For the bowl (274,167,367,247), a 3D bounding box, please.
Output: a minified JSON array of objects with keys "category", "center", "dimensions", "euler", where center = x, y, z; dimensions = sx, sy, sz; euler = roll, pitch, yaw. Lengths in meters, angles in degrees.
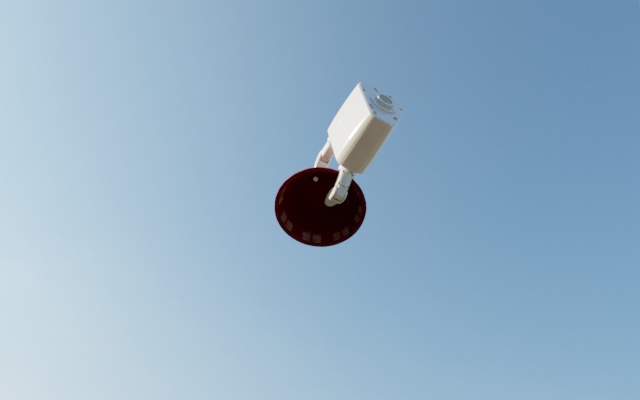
[{"category":"bowl","center":[-0.001,0.003,0.859],"dimensions":[0.162,0.162,0.055],"euler":[0,29,1]}]
